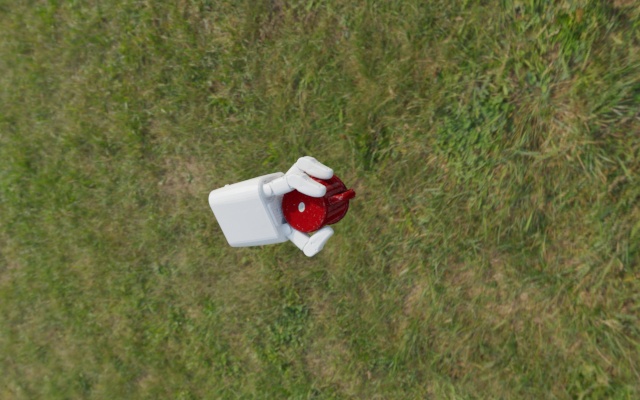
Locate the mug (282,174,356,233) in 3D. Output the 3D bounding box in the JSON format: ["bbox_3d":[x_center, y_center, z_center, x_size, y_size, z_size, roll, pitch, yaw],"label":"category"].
[{"bbox_3d":[0.001,0.002,0.769,0.117,0.093,0.081,-10,7,27],"label":"mug"}]
